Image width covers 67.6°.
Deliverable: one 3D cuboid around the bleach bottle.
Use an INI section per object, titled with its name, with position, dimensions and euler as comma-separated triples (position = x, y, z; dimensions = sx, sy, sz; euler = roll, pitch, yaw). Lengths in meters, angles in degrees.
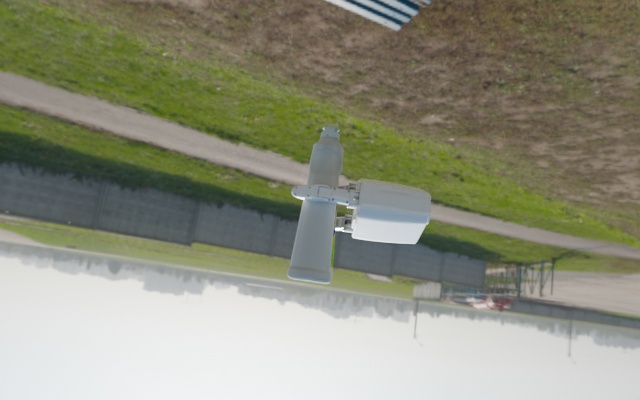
[bleach bottle]
position = 0.000, 0.003, 0.757
dimensions = 0.068, 0.250, 0.102
euler = 8, -10, 2
